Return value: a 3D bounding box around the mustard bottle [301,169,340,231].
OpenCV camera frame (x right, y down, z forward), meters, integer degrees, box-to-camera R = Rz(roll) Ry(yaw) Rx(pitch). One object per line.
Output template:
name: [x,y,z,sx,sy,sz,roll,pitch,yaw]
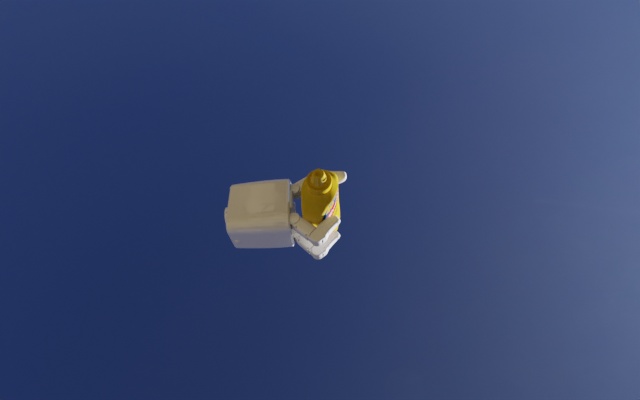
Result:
mustard bottle: [0.000,0.003,0.814,0.058,0.096,0.192,18,-25,12]
